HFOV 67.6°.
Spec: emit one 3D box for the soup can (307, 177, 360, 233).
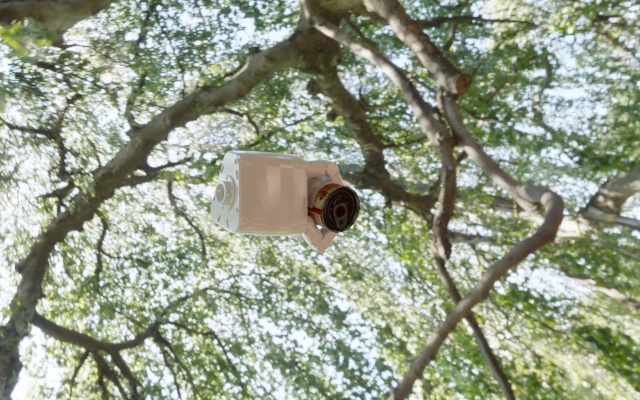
[{"bbox_3d":[0.000,0.002,0.708,0.068,0.068,0.102,0,12,-37],"label":"soup can"}]
